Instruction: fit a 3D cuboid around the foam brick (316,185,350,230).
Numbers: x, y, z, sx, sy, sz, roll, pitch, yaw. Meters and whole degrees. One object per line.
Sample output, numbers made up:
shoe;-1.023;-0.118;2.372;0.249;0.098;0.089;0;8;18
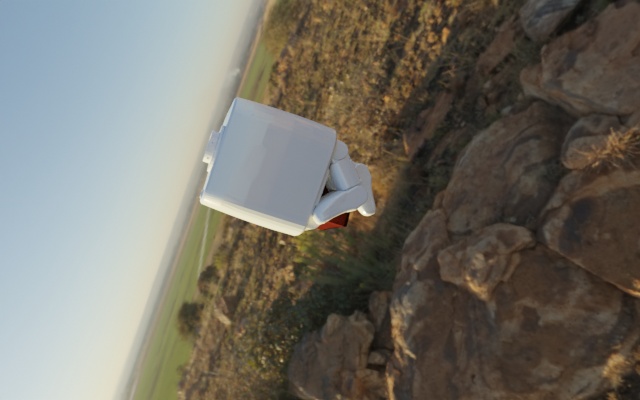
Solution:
foam brick;0.000;0.002;0.560;0.051;0.053;0.078;17;-12;-16
